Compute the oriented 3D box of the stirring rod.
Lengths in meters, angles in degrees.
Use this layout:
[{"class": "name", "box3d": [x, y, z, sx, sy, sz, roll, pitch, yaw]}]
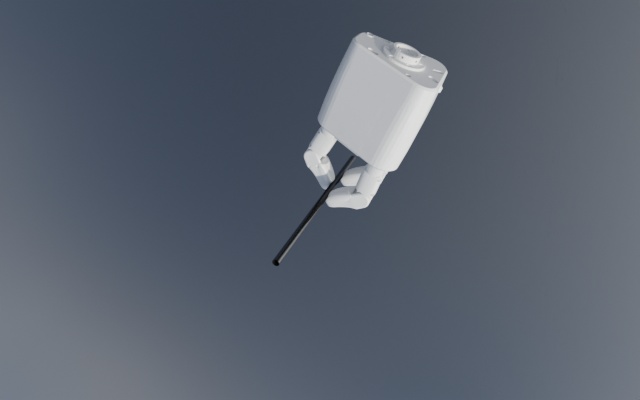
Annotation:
[{"class": "stirring rod", "box3d": [0.000, 0.002, 0.573, 0.011, 0.011, 0.239, 0, 30, 26]}]
